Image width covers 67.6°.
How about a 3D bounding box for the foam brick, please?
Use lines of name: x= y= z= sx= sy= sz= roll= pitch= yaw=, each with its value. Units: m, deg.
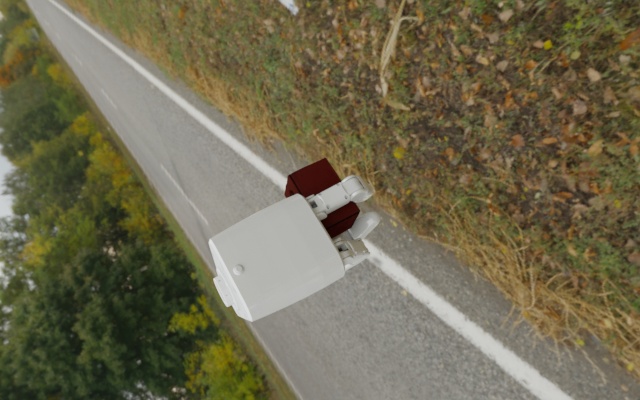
foam brick: x=0.000 y=0.002 z=0.545 sx=0.051 sy=0.078 sz=0.053 roll=-26 pitch=-18 yaw=-19
